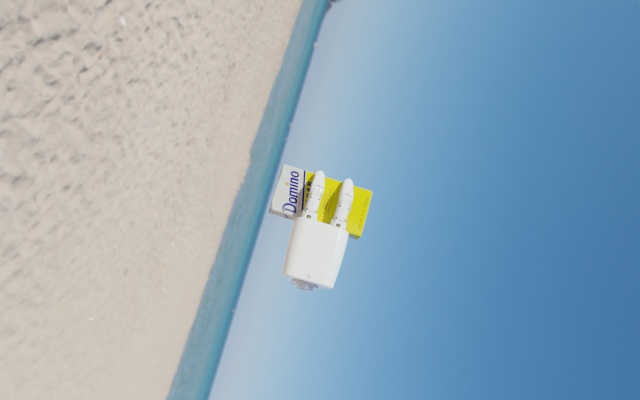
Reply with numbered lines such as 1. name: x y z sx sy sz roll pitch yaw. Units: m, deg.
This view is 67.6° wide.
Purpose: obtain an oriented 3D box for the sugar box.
1. sugar box: 0.000 0.003 0.894 0.176 0.093 0.048 17 -14 -6
